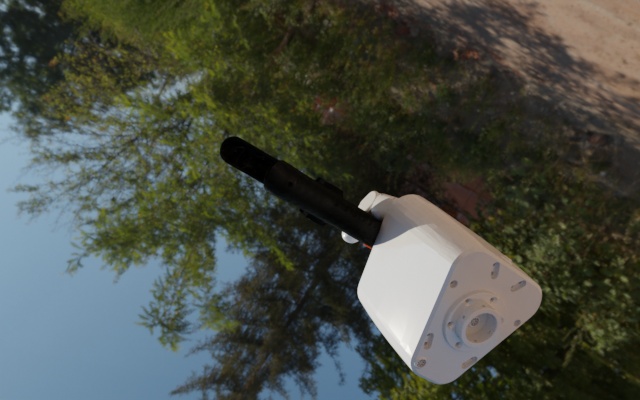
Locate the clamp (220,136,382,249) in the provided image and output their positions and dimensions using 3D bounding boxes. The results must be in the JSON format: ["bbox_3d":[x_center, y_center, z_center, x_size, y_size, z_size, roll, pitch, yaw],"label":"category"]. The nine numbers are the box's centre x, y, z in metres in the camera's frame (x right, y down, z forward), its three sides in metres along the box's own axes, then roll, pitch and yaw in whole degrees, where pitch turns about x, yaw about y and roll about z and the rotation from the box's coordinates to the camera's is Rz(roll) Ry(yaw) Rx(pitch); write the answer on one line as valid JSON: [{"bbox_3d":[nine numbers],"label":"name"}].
[{"bbox_3d":[0.000,0.002,0.400,0.171,0.039,0.120,28,7,-24],"label":"clamp"}]
